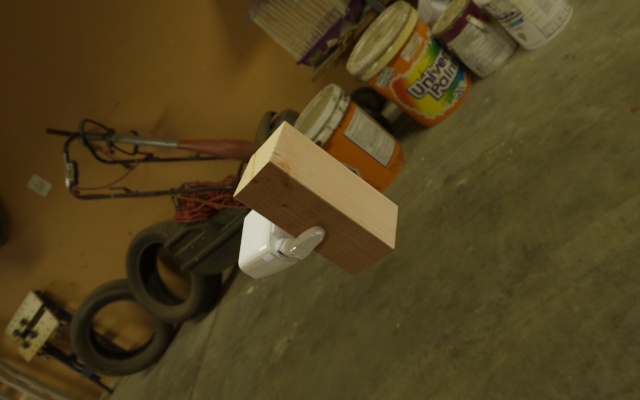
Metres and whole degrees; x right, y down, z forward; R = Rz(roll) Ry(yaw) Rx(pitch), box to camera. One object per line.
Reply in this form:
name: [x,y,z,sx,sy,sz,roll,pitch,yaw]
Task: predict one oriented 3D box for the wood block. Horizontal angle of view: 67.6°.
wood block: [0.000,0.002,0.654,0.206,0.090,0.090,35,-49,-19]
